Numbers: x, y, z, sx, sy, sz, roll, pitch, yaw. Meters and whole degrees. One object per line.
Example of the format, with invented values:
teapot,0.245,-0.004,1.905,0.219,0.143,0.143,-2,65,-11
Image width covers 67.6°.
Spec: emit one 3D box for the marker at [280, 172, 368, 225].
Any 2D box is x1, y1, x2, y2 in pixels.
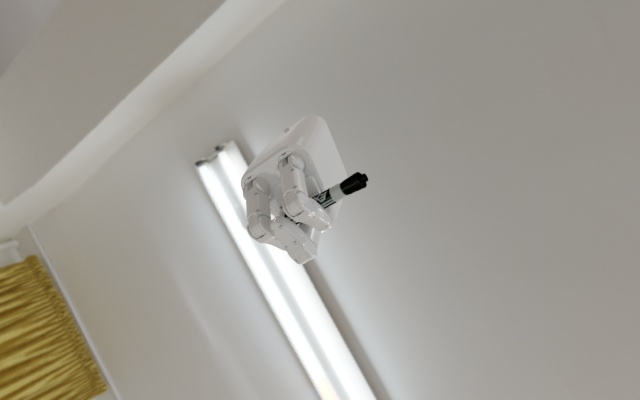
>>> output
marker,0.000,0.002,0.519,0.121,0.020,0.020,-29,-15,28
